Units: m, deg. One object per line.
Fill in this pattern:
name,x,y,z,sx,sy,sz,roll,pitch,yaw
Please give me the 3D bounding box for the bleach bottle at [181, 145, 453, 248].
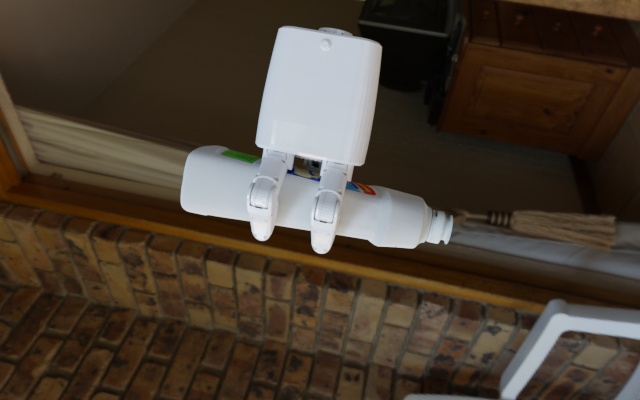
bleach bottle,0.000,0.002,0.470,0.251,0.068,0.102,12,8,5
